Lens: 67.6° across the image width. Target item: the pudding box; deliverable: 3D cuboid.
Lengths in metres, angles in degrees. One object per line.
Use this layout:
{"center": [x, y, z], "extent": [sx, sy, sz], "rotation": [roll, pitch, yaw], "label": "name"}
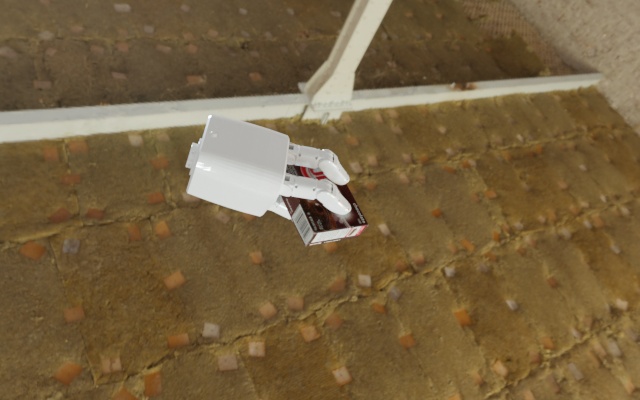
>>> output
{"center": [0.000, 0.002, 0.648], "extent": [0.090, 0.113, 0.039], "rotation": [-7, -30, -34], "label": "pudding box"}
